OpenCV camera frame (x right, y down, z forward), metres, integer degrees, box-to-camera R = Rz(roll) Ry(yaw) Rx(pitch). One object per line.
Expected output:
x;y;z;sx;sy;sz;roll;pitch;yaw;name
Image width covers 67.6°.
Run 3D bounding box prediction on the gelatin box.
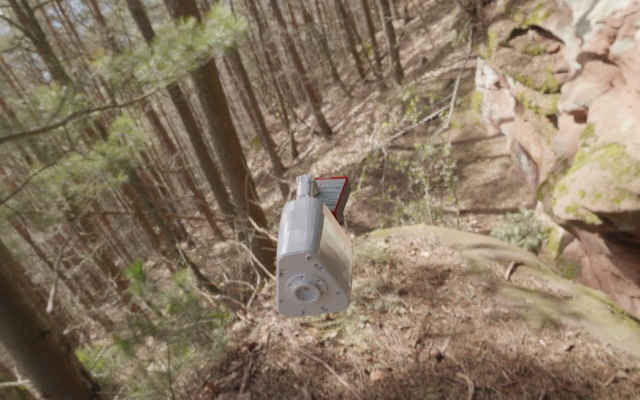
0.000;0.002;0.708;0.073;0.030;0.089;-2;39;21;gelatin box
